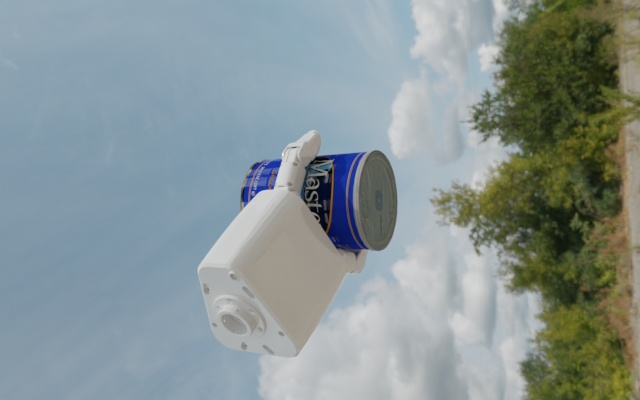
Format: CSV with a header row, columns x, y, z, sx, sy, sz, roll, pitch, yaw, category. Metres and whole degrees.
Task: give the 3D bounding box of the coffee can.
x,y,z,sx,sy,sz,roll,pitch,yaw,category
0.000,0.002,0.518,0.140,0.103,0.103,-2,-1,29,coffee can
